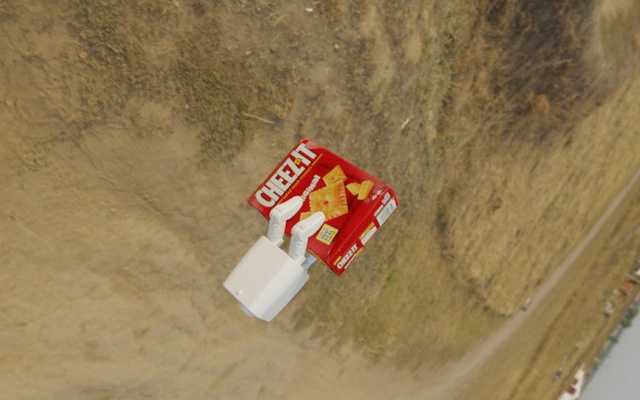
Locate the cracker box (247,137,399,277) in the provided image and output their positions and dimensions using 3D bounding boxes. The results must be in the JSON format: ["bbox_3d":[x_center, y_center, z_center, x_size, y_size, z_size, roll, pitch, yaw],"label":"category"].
[{"bbox_3d":[0.000,0.003,0.831,0.213,0.164,0.072,34,-12,34],"label":"cracker box"}]
